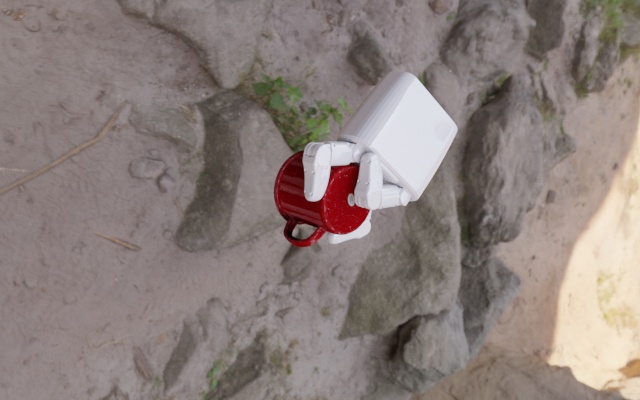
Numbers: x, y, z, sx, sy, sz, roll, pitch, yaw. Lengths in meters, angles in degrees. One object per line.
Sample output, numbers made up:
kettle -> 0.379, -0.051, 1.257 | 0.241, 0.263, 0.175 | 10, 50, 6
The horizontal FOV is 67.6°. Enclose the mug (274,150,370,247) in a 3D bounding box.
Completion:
mug -> -0.001, 0.003, 0.552 | 0.081, 0.117, 0.093 | 17, -22, 47
